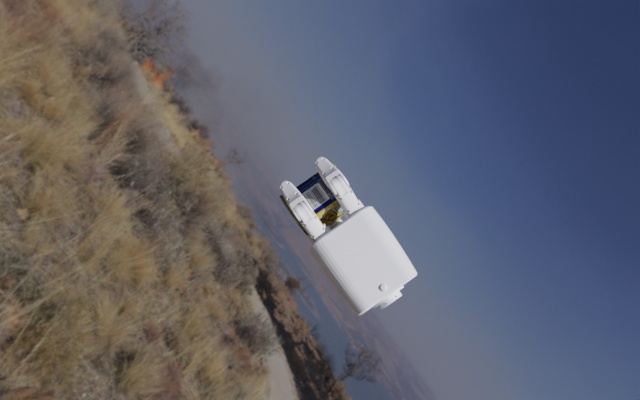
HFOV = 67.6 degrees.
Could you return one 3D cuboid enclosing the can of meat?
[{"bbox_3d":[0.000,0.002,0.657,0.084,0.057,0.102,-35,-17,-2],"label":"can of meat"}]
